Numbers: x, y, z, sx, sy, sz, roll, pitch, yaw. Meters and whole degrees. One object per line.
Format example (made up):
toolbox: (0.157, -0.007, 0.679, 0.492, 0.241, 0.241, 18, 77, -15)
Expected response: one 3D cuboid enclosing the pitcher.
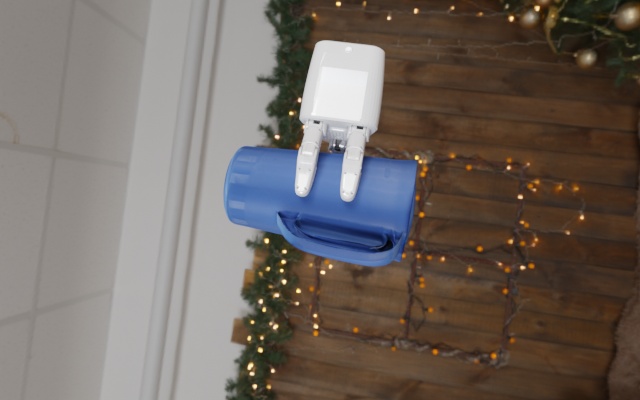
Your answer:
pitcher: (0.000, 0.002, 0.625, 0.243, 0.145, 0.149, 9, -7, 7)
